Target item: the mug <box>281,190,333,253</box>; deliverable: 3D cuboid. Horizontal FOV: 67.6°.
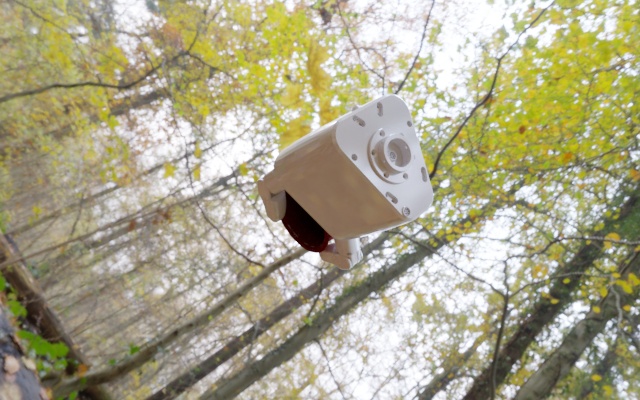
[{"bbox_3d":[0.000,0.002,0.556,0.081,0.093,0.117,-30,7,-31],"label":"mug"}]
